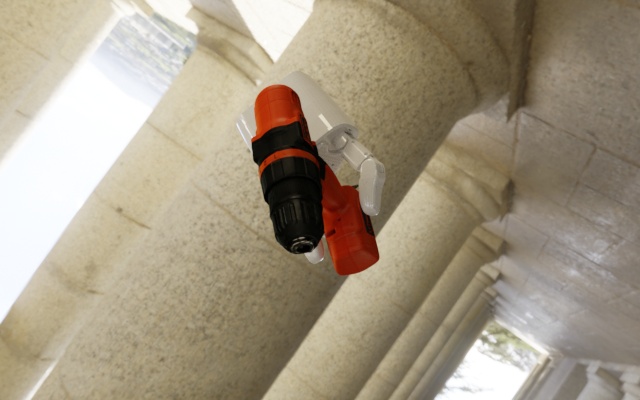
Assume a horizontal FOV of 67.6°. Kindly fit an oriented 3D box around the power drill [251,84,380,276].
[{"bbox_3d":[0.000,0.002,0.467,0.057,0.184,0.188,-21,-39,13],"label":"power drill"}]
